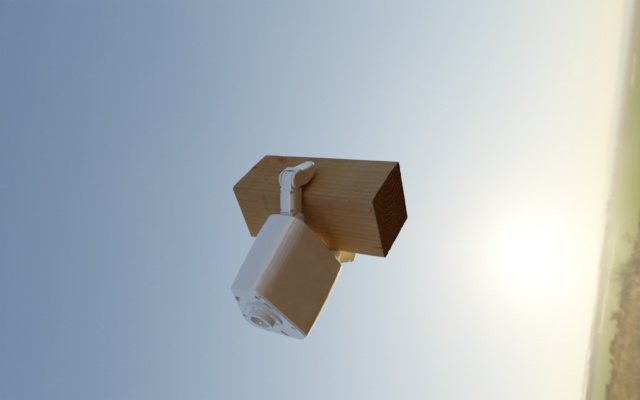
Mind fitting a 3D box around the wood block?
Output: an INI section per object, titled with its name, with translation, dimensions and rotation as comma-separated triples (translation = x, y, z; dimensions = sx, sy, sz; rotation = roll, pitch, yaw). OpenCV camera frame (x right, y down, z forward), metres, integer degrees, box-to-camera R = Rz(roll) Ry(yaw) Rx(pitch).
[wood block]
translation = 0.000, 0.002, 0.637
dimensions = 0.206, 0.091, 0.090
rotation = 6, 38, 30
